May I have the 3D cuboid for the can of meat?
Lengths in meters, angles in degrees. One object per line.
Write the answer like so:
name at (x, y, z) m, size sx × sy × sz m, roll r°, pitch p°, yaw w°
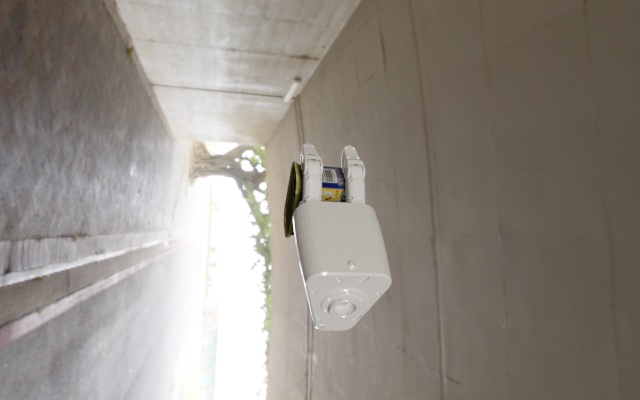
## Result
can of meat at (0.000, 0.002, 0.628) m, size 0.084 × 0.102 × 0.057 m, roll 3°, pitch 38°, yaw -12°
